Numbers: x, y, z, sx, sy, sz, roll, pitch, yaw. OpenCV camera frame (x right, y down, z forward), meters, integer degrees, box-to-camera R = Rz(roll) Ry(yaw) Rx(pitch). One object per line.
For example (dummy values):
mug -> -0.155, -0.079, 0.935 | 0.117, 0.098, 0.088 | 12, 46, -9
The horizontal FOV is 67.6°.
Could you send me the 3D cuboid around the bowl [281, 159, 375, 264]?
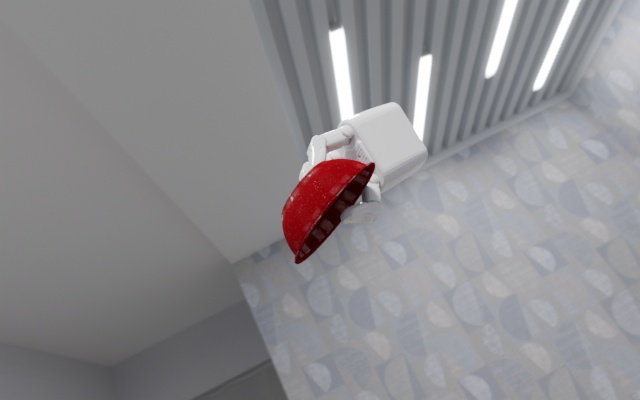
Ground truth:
bowl -> -0.001, 0.002, 0.608 | 0.055, 0.162, 0.162 | 38, 8, 10
